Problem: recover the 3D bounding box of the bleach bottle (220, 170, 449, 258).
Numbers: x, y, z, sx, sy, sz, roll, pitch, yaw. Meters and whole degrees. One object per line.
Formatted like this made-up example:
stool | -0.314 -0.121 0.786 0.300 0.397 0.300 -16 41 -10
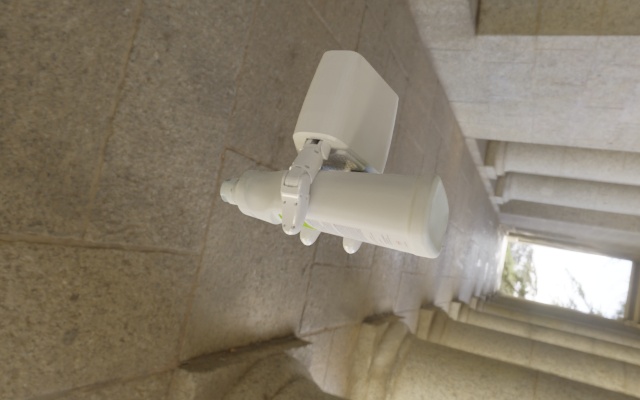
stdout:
bleach bottle | 0.000 0.002 0.503 0.251 0.068 0.103 9 -18 25
